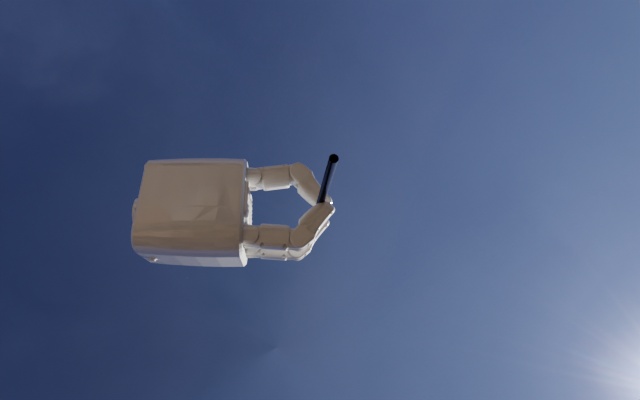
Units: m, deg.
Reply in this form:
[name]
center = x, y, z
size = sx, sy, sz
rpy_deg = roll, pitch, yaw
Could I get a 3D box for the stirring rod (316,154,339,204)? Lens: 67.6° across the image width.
[stirring rod]
center = 0.000, 0.002, 0.496
size = 0.011, 0.011, 0.240
rpy_deg = 0, -17, -5
